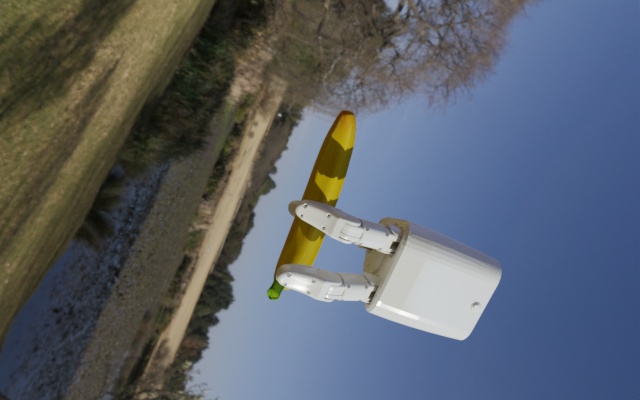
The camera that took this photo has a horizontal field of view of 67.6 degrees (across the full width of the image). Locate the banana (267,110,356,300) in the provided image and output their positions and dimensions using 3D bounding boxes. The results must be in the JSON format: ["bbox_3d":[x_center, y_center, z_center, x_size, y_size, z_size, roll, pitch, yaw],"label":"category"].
[{"bbox_3d":[-0.003,0.007,0.483,0.037,0.197,0.069,21,-10,-4],"label":"banana"}]
